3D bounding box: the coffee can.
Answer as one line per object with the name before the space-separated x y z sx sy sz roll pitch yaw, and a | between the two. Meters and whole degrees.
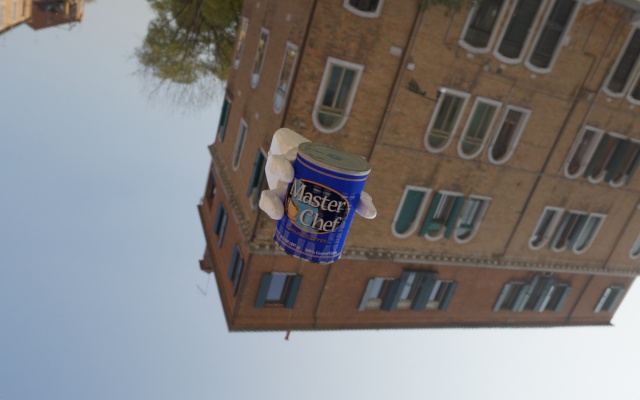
coffee can | 0.000 0.002 0.665 0.103 0.140 0.102 15 20 -6
